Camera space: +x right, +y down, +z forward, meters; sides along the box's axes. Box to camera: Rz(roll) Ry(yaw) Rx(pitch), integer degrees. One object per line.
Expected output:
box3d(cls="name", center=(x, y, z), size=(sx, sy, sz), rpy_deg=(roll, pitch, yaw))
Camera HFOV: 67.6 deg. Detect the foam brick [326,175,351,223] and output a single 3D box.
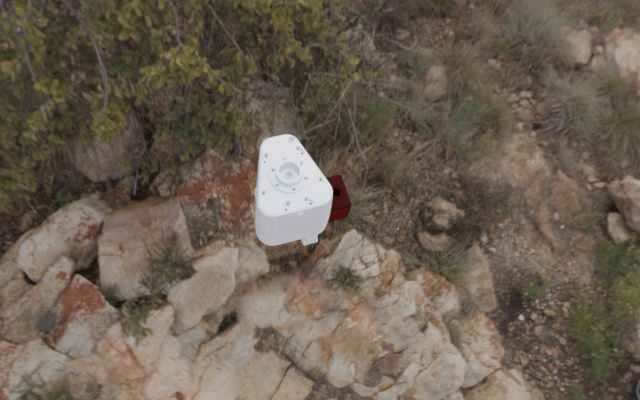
box3d(cls="foam brick", center=(0.000, 0.002, 0.705), size=(0.078, 0.053, 0.051), rpy_deg=(-14, -21, -12))
